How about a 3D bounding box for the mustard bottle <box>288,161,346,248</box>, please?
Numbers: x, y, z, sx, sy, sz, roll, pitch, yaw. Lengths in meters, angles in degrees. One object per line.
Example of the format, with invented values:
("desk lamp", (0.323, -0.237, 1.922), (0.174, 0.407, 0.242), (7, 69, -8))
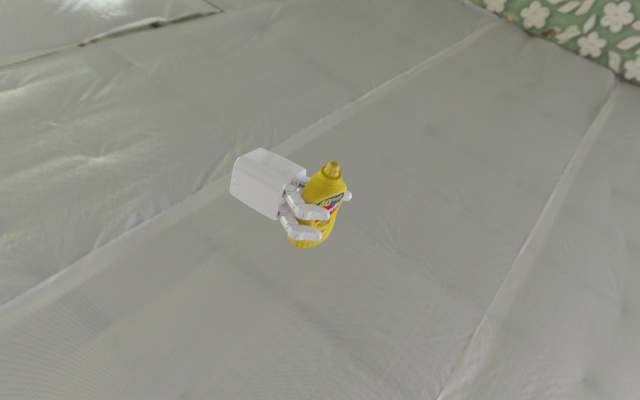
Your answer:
("mustard bottle", (0.000, 0.003, 0.890), (0.096, 0.192, 0.058), (-21, 55, -35))
